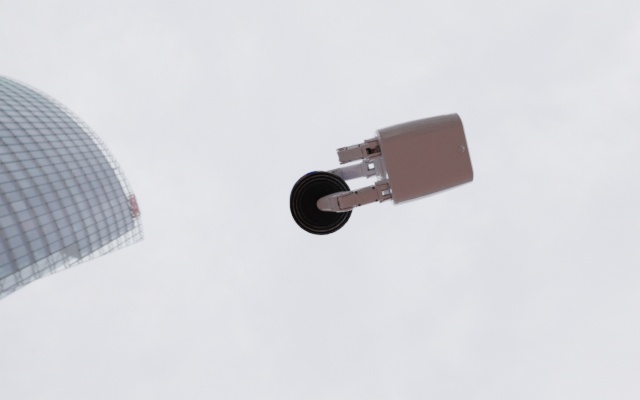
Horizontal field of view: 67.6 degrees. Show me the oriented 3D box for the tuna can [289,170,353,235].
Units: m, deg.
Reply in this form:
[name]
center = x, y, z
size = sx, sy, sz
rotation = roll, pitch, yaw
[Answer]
[tuna can]
center = 0.000, 0.002, 0.647
size = 0.086, 0.086, 0.033
rotation = 0, 8, -6
